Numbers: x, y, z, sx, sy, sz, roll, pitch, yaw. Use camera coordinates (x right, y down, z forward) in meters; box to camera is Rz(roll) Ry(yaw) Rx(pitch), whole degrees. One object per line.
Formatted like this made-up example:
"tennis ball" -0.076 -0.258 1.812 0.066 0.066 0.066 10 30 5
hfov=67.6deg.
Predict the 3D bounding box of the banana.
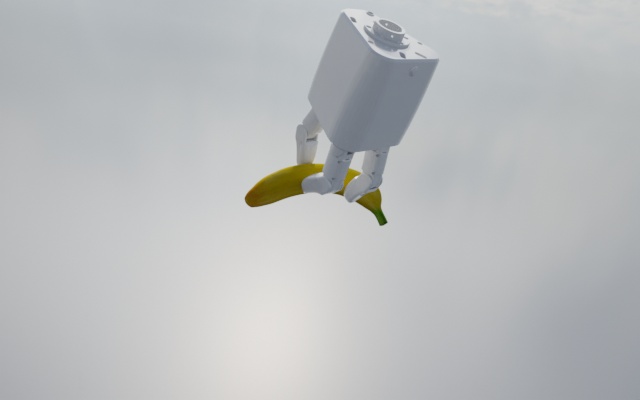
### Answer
"banana" 0.002 -0.015 0.598 0.198 0.069 0.037 8 -26 -23
